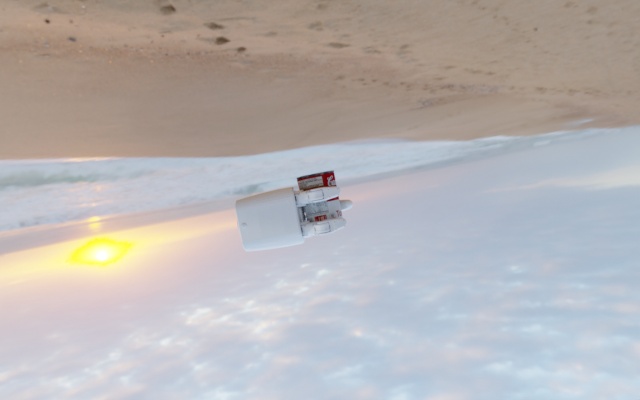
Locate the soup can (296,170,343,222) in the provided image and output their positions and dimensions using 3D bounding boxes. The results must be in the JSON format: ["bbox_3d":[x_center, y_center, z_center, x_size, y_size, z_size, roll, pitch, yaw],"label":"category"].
[{"bbox_3d":[0.001,0.003,0.846,0.068,0.102,0.068,-11,1,0],"label":"soup can"}]
